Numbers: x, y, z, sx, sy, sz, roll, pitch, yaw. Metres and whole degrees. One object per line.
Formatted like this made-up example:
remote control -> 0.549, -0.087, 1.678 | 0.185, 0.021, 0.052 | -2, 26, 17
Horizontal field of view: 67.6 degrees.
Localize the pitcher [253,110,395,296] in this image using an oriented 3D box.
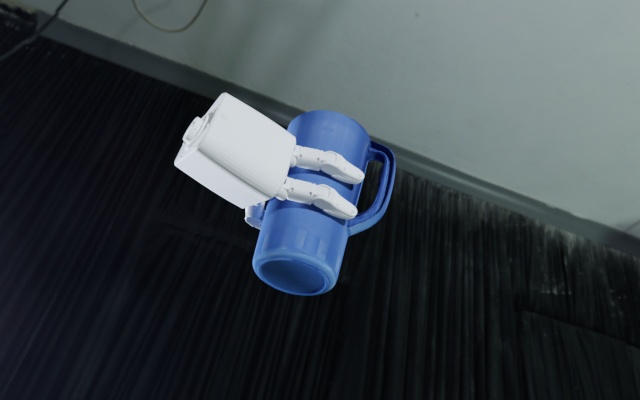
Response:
pitcher -> 0.000, 0.002, 0.656 | 0.145, 0.242, 0.149 | 33, -40, -24
